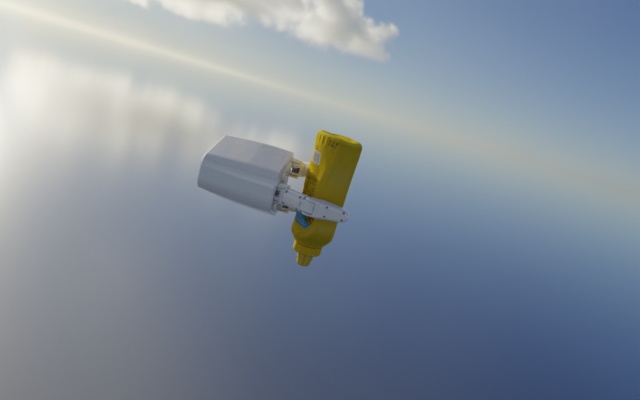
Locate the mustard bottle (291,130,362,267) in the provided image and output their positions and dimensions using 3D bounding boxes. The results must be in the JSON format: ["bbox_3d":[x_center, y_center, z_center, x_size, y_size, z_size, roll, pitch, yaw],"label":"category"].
[{"bbox_3d":[0.001,0.002,0.669,0.058,0.192,0.096,12,13,-22],"label":"mustard bottle"}]
